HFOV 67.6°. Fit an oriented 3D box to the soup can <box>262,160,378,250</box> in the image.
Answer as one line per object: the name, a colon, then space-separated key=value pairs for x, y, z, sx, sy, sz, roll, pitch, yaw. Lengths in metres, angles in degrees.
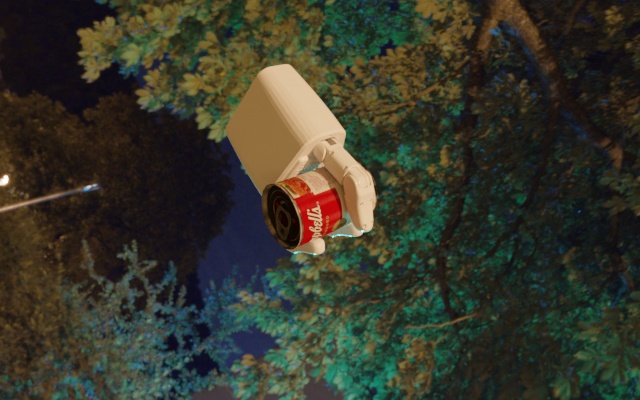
soup can: x=0.001 y=0.002 z=0.492 sx=0.102 sy=0.068 sz=0.068 roll=-20 pitch=12 yaw=-34
